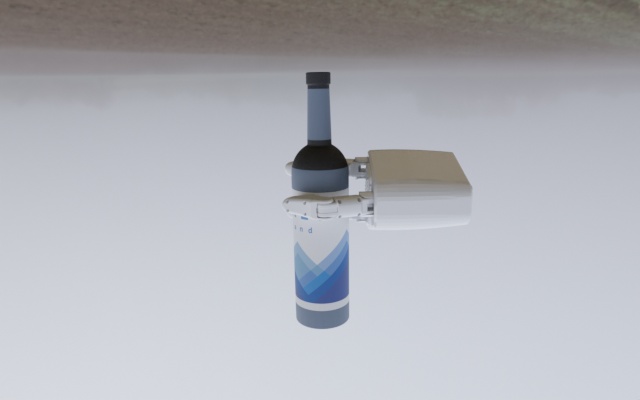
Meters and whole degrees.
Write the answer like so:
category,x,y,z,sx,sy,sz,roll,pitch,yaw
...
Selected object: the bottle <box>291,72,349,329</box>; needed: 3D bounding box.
category,x,y,z,sx,sy,sz,roll,pitch,yaw
bottle,0.000,0.002,0.560,0.069,0.296,0.069,-1,14,0
